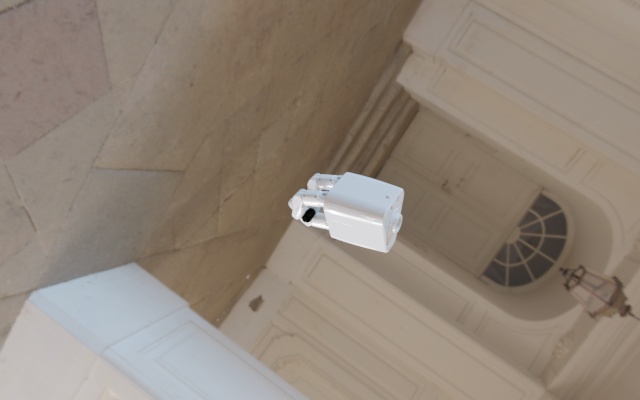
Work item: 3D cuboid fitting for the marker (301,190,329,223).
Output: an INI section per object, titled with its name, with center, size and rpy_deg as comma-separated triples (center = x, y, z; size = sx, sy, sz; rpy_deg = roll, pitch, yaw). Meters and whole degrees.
[marker]
center = 0.000, 0.003, 0.880
size = 0.020, 0.020, 0.121
rpy_deg = 0, 32, 34
